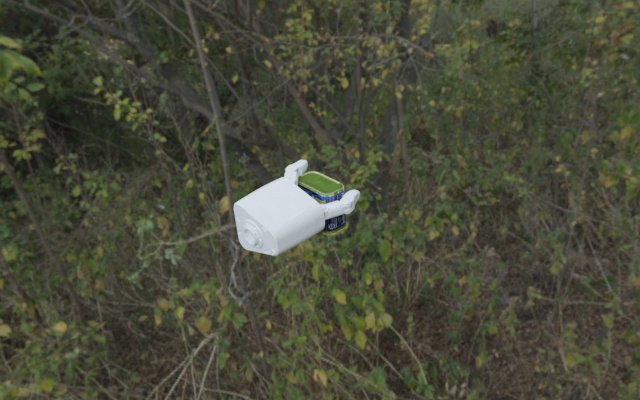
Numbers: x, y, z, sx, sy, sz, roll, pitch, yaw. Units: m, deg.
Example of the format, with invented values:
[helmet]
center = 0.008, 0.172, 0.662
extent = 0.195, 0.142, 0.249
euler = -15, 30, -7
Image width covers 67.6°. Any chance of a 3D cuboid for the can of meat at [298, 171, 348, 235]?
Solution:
[can of meat]
center = 0.000, 0.003, 0.872
extent = 0.057, 0.084, 0.102
euler = -27, 37, -34
